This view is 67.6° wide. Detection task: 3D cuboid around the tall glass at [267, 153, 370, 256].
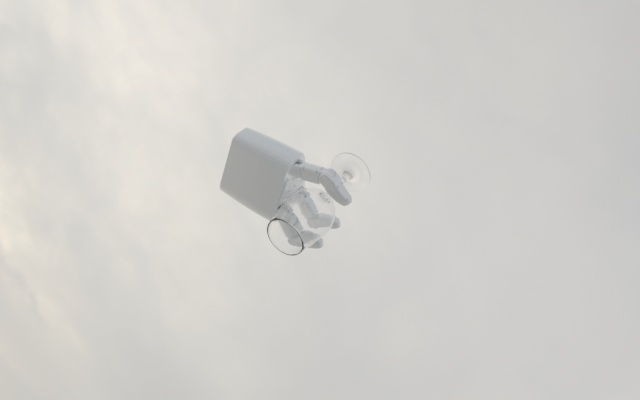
[{"bbox_3d":[0.001,0.002,0.733,0.079,0.079,0.201,0,30,35],"label":"tall glass"}]
